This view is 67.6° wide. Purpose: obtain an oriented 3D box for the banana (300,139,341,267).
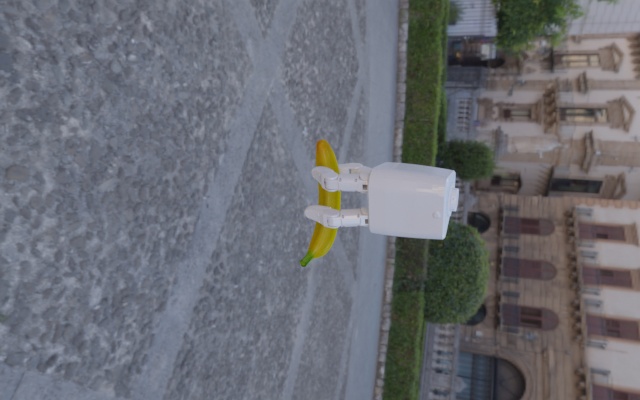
[{"bbox_3d":[0.007,0.005,0.750,0.037,0.198,0.069,9,6,24],"label":"banana"}]
